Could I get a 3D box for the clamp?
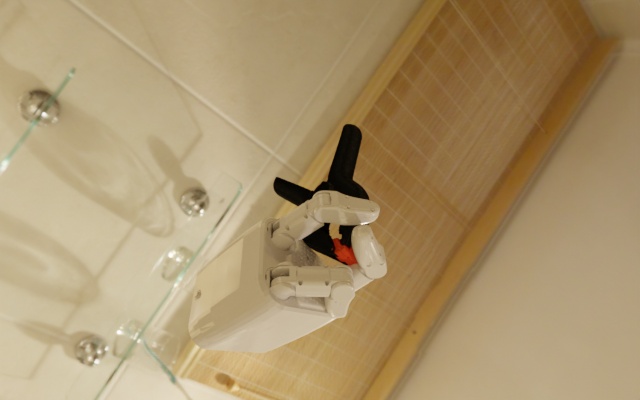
[{"bbox_3d":[0.001,0.002,0.497,0.120,0.171,0.039,-35,-53,26],"label":"clamp"}]
